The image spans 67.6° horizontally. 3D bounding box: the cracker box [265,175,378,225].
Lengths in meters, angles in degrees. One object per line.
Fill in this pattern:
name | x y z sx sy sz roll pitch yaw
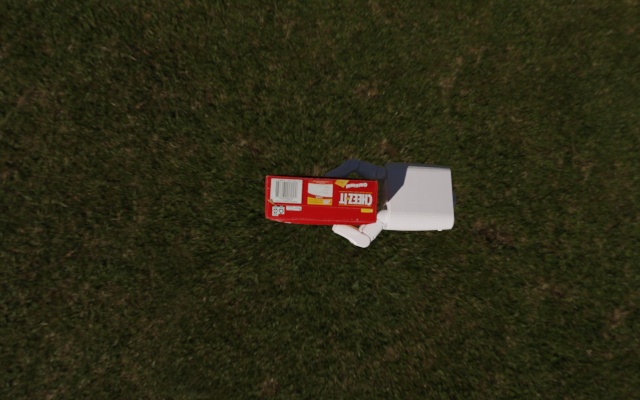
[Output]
cracker box | 0.000 0.002 0.787 0.164 0.072 0.214 2 -2 -1
